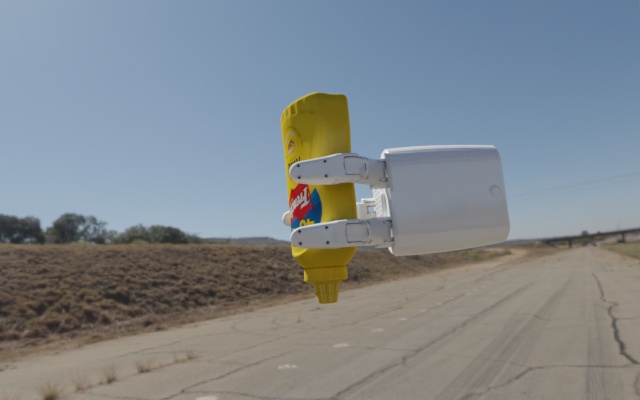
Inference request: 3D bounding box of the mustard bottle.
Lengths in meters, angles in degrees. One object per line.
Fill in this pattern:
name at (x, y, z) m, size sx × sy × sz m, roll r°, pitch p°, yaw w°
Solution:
mustard bottle at (0.000, 0.001, 0.460) m, size 0.058 × 0.191 × 0.096 m, roll -1°, pitch -9°, yaw -26°
